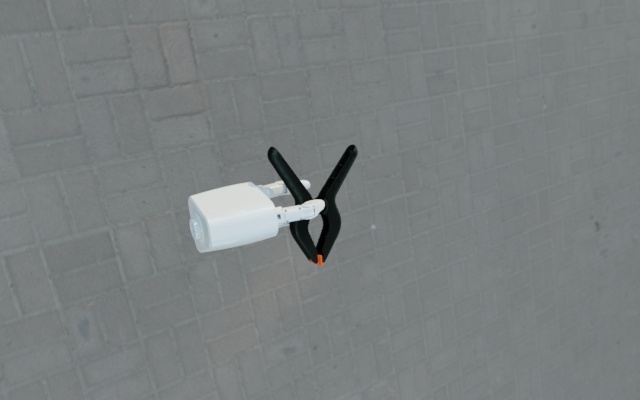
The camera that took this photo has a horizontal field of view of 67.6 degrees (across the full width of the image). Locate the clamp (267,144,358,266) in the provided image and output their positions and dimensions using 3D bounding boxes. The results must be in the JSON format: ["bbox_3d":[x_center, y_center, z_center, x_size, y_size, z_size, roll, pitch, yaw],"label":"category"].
[{"bbox_3d":[0.000,0.003,0.808,0.164,0.210,0.036,-12,12,-26],"label":"clamp"}]
